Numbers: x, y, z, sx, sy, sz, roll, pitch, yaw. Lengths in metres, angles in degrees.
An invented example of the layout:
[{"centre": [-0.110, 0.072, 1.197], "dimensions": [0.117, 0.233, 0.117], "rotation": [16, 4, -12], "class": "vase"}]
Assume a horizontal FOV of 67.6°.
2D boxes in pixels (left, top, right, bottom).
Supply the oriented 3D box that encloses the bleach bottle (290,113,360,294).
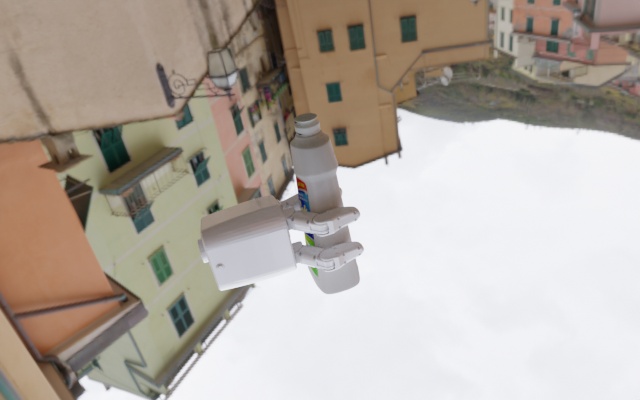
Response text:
[{"centre": [0.000, 0.002, 0.648], "dimensions": [0.068, 0.251, 0.102], "rotation": [-16, 30, -10], "class": "bleach bottle"}]
